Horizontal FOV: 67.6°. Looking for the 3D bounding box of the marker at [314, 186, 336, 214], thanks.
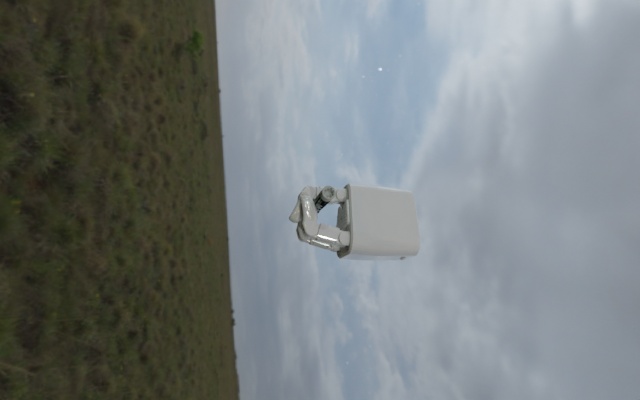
[{"bbox_3d":[0.000,0.002,0.681,0.020,0.020,0.121,0,-12,-11],"label":"marker"}]
